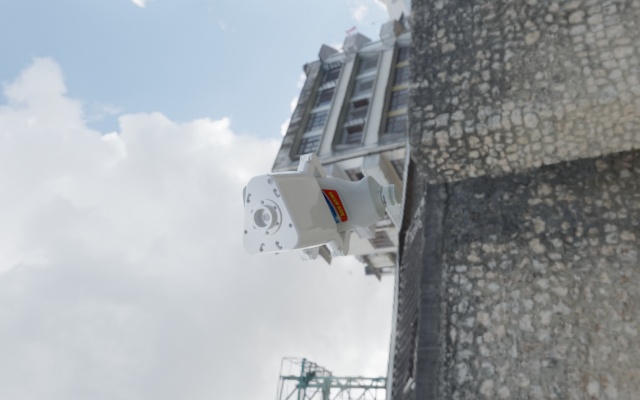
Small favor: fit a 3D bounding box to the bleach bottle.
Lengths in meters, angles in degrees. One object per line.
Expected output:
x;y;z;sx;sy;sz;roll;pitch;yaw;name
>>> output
0.000;0.003;0.748;0.251;0.102;0.068;-10;-2;27;bleach bottle
